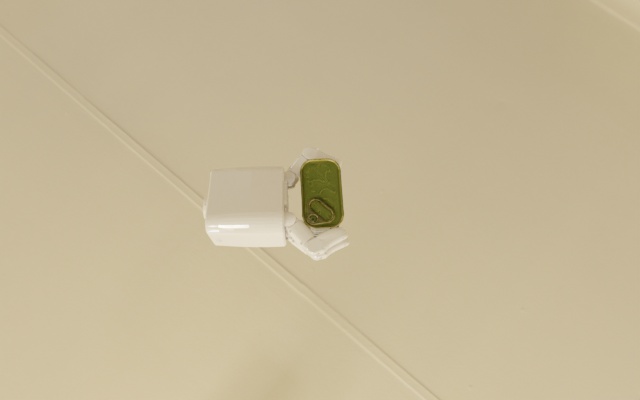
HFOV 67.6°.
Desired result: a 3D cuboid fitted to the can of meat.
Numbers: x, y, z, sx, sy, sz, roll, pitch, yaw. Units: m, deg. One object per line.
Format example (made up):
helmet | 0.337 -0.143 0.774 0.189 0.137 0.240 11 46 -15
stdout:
can of meat | 0.000 0.002 0.695 0.057 0.102 0.084 -3 -19 -3
